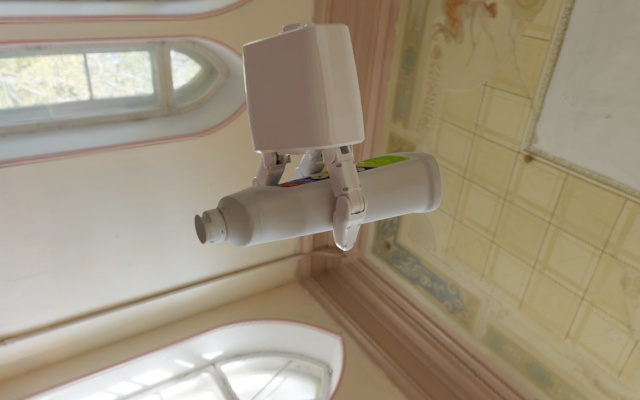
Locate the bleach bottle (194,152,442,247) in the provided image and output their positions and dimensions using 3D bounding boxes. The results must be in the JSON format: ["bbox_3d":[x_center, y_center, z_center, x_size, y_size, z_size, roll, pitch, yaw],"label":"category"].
[{"bbox_3d":[0.000,0.002,0.488,0.251,0.068,0.102,-14,12,-31],"label":"bleach bottle"}]
